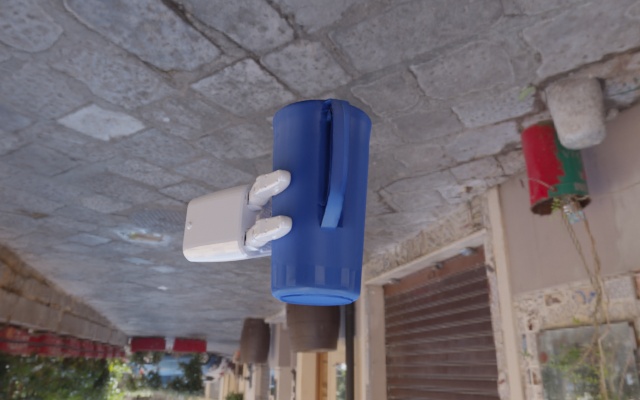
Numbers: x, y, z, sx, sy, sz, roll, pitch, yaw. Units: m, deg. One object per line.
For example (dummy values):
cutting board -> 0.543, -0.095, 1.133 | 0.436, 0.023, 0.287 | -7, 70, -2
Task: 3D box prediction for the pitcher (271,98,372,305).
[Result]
pitcher -> 0.000, 0.002, 0.598 | 0.145, 0.242, 0.149 | -9, -22, 29
